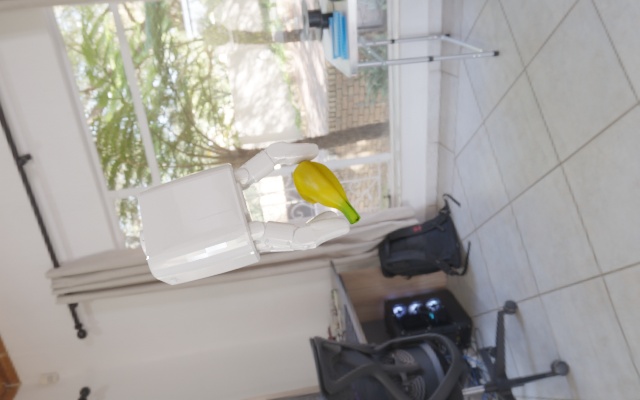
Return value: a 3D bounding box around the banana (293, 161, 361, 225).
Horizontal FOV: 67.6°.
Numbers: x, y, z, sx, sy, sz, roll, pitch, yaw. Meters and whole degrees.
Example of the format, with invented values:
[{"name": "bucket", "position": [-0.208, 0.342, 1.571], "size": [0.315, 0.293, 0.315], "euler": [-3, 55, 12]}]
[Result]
[{"name": "banana", "position": [-0.007, -0.014, 0.553], "size": [0.037, 0.069, 0.198], "euler": [-26, 11, -7]}]
